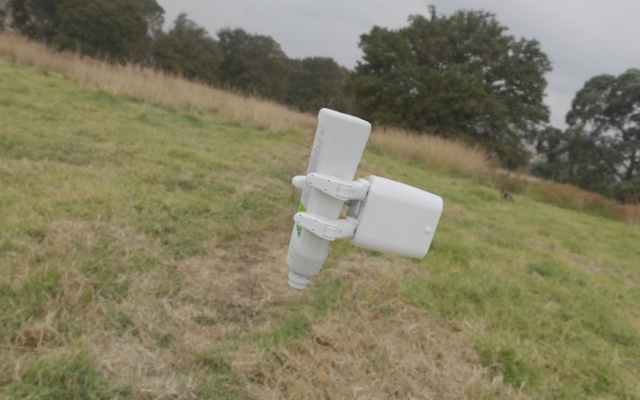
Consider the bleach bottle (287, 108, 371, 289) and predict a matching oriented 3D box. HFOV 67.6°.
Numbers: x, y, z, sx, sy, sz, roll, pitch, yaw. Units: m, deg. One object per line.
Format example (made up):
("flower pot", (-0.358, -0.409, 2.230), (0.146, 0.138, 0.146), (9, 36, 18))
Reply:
("bleach bottle", (0.000, 0.002, 0.674), (0.068, 0.251, 0.102), (14, 13, -10))
